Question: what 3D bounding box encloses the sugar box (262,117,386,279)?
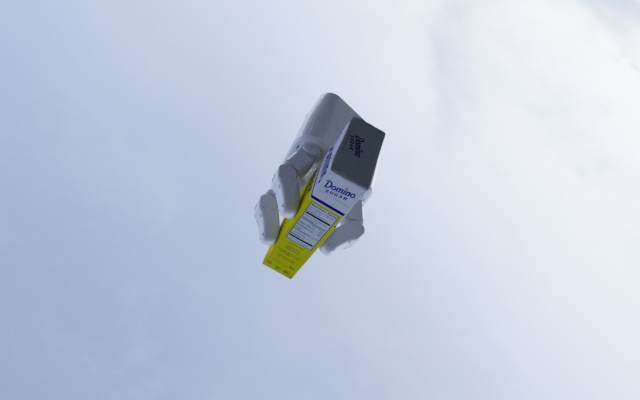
[{"bbox_3d":[0.000,0.001,0.506,0.048,0.093,0.176,28,-45,-6],"label":"sugar box"}]
